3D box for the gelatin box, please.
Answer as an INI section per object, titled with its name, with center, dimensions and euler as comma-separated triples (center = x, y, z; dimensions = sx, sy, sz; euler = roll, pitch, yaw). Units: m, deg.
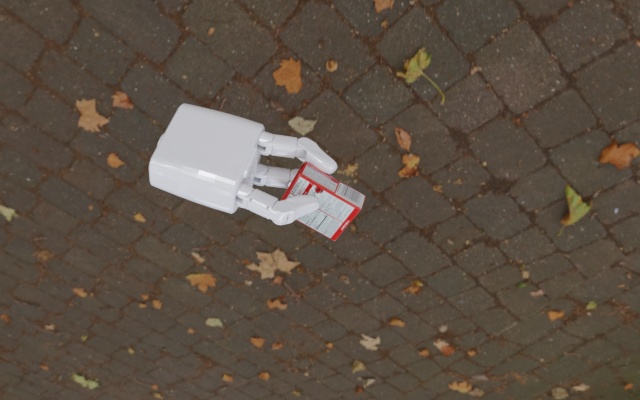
[gelatin box]
center = 0.000, 0.002, 0.598
dimensions = 0.089, 0.030, 0.073
euler = 30, -46, -5
